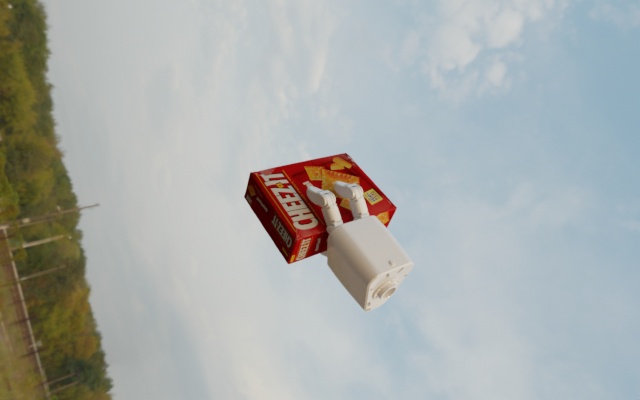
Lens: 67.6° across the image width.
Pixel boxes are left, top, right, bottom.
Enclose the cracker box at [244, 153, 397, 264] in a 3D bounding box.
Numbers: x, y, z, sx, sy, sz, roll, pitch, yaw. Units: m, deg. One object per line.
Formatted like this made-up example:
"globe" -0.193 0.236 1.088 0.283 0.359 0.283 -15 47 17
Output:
"cracker box" 0.000 0.003 0.840 0.213 0.072 0.164 -15 52 -33
